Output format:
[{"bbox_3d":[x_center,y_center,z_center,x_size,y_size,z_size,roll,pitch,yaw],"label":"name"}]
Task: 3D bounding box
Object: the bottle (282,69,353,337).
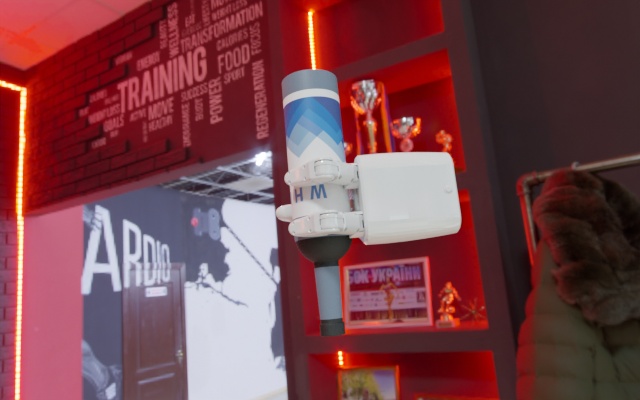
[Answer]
[{"bbox_3d":[0.000,0.002,0.543,0.069,0.295,0.069,-5,-11,-1],"label":"bottle"}]
